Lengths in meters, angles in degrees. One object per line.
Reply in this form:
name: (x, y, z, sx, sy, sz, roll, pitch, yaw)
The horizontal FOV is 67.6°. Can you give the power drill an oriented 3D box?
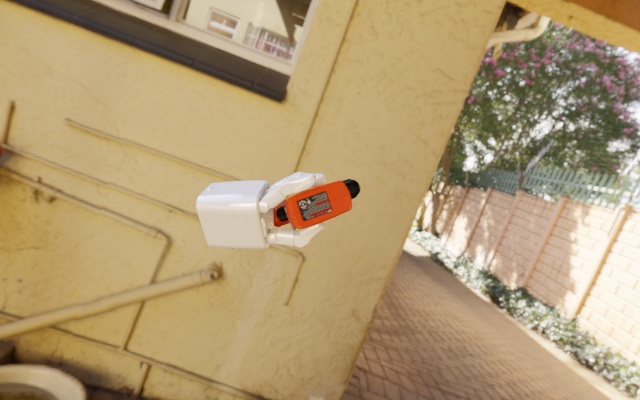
power drill: (0.000, 0.003, 0.845, 0.184, 0.057, 0.187, -22, 1, -8)
